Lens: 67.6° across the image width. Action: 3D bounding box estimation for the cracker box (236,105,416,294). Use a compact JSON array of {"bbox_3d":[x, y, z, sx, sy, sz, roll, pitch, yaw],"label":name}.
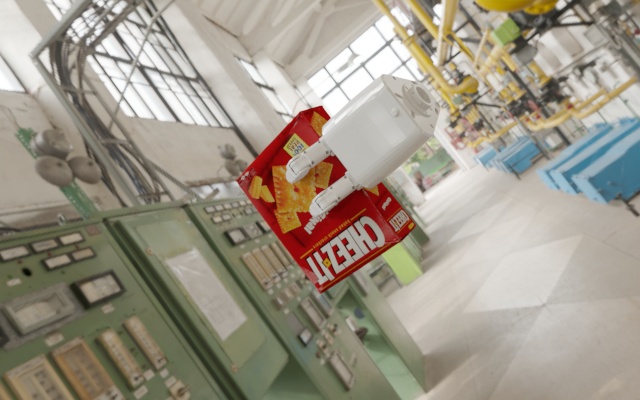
[{"bbox_3d":[0.000,0.002,0.673,0.164,0.213,0.072,-40,-5,34],"label":"cracker box"}]
